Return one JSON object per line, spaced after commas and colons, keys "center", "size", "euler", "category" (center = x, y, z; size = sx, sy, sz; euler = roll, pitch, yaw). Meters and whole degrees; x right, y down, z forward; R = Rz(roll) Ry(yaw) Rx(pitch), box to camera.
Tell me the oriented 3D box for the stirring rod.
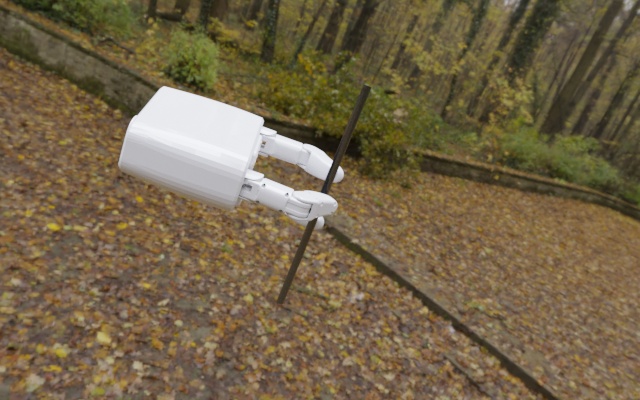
{"center": [0.000, 0.002, 0.473], "size": [0.011, 0.239, 0.011], "euler": [20, 17, -7], "category": "stirring rod"}
